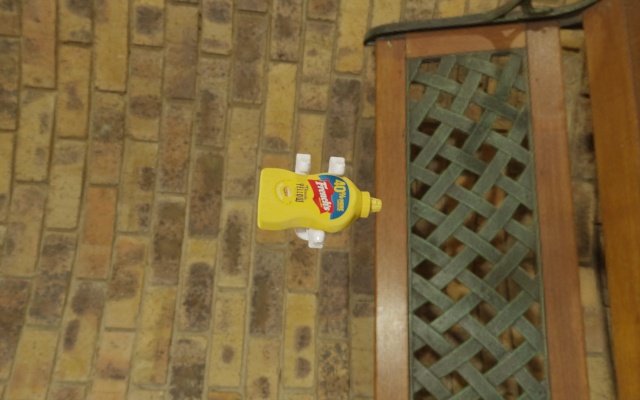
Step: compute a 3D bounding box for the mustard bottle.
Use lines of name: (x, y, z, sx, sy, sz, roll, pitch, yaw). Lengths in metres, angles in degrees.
mustard bottle: (0.000, 0.002, 0.747, 0.191, 0.096, 0.058, 4, -30, -6)
